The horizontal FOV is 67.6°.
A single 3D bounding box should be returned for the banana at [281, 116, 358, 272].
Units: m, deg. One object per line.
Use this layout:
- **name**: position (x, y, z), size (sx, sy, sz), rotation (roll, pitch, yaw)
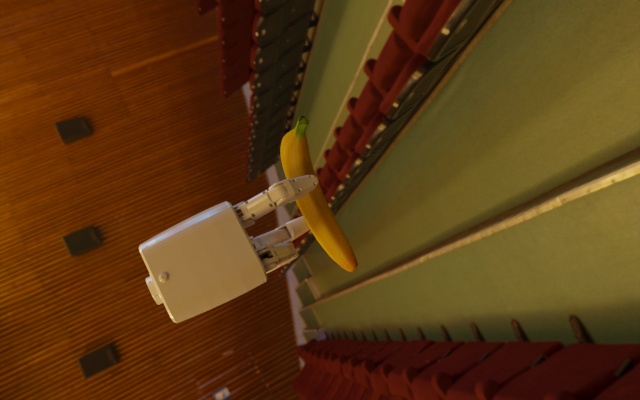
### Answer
- **banana**: position (-0.008, -0.003, 0.586), size (0.037, 0.198, 0.069), rotation (-26, 15, -17)
